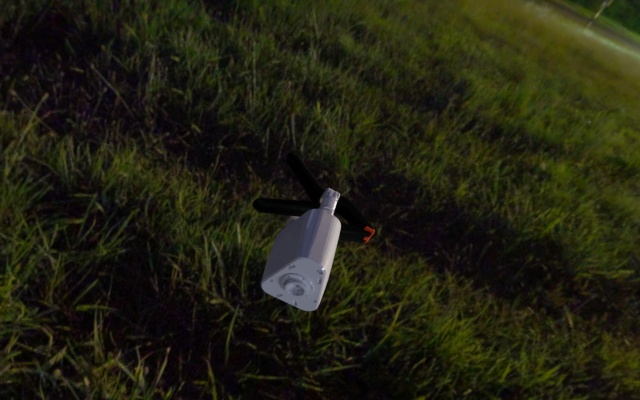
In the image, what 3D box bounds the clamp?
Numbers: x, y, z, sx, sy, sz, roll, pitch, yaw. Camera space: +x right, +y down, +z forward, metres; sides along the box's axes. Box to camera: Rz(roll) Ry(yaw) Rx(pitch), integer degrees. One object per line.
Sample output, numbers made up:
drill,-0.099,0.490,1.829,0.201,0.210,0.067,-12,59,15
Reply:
clamp,0.001,0.003,0.835,0.210,0.164,0.036,27,-48,-7
